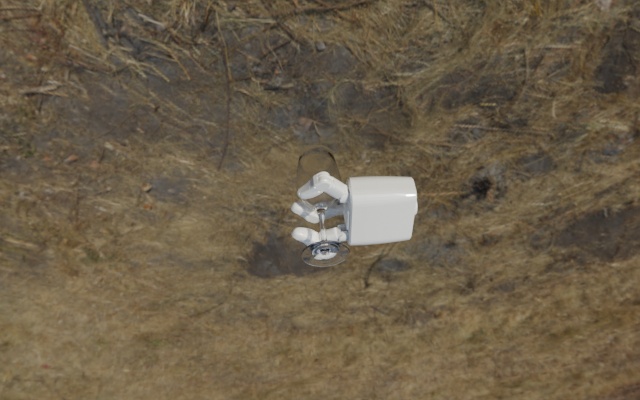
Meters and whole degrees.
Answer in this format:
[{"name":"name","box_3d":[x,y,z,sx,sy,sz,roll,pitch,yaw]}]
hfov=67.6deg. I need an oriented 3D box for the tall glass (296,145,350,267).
[{"name":"tall glass","box_3d":[0.000,0.003,0.781,0.079,0.200,0.079,-4,-37,-3]}]
